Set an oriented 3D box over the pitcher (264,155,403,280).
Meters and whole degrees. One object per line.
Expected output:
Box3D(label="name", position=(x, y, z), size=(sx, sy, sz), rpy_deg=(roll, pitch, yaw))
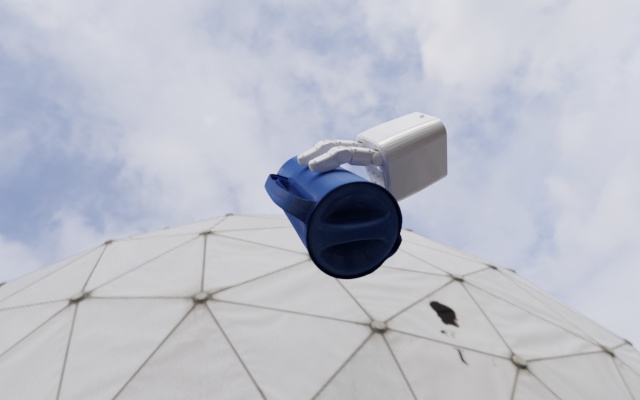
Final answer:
Box3D(label="pitcher", position=(0.000, 0.002, 0.703), size=(0.145, 0.149, 0.242), rpy_deg=(-25, 24, -11))
